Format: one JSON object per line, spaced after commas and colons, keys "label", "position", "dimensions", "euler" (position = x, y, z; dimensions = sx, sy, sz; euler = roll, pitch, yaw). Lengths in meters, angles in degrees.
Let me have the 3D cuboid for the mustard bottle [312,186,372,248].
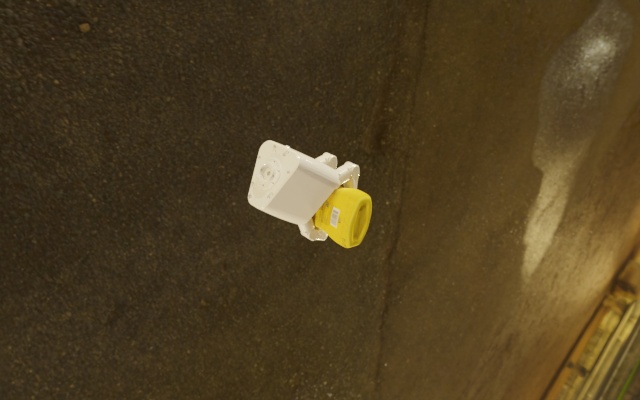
{"label": "mustard bottle", "position": [0.001, 0.003, 0.849], "dimensions": [0.058, 0.096, 0.191], "euler": [-13, 31, -44]}
